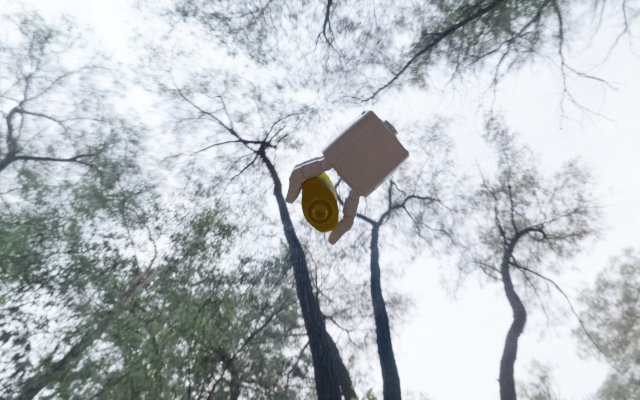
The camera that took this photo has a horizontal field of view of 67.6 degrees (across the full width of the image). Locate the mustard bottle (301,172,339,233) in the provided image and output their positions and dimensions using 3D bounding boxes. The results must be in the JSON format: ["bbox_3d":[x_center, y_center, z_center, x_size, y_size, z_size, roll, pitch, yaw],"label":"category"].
[{"bbox_3d":[0.000,0.003,0.806,0.058,0.096,0.191,-17,11,3],"label":"mustard bottle"}]
